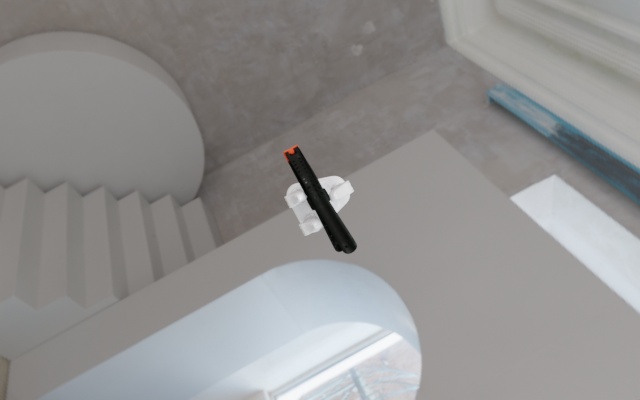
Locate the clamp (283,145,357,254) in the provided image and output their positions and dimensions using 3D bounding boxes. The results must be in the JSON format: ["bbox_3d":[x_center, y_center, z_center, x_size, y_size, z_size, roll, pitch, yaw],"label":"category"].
[{"bbox_3d":[0.001,0.002,0.808,0.036,0.210,0.164,-29,4,-6],"label":"clamp"}]
